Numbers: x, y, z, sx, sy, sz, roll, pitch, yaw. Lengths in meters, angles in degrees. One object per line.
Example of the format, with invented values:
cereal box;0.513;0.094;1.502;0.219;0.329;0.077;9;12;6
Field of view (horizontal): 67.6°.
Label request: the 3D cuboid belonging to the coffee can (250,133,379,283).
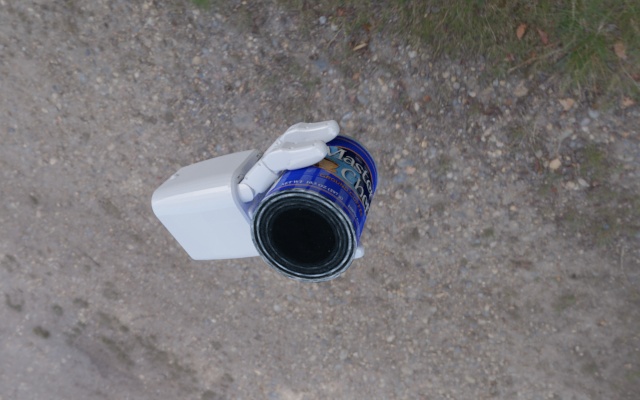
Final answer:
coffee can;0.000;0.002;0.497;0.103;0.103;0.140;0;29;16
